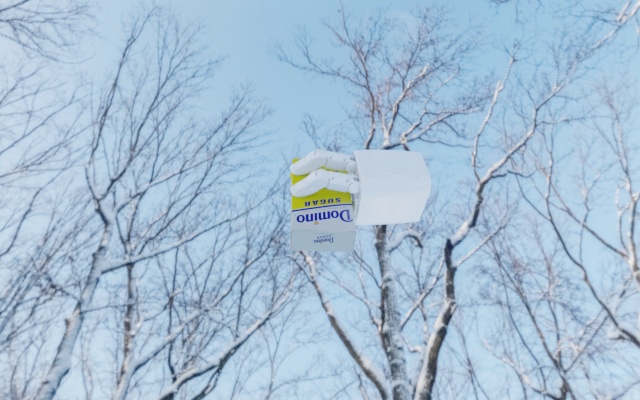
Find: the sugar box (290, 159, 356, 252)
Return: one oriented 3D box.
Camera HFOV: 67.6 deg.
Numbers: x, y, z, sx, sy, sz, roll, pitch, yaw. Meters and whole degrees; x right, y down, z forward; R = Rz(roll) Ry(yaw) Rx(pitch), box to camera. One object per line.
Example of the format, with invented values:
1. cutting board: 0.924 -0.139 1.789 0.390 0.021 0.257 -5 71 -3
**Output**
1. sugar box: 0.000 0.002 0.731 0.093 0.048 0.176 2 37 -5
